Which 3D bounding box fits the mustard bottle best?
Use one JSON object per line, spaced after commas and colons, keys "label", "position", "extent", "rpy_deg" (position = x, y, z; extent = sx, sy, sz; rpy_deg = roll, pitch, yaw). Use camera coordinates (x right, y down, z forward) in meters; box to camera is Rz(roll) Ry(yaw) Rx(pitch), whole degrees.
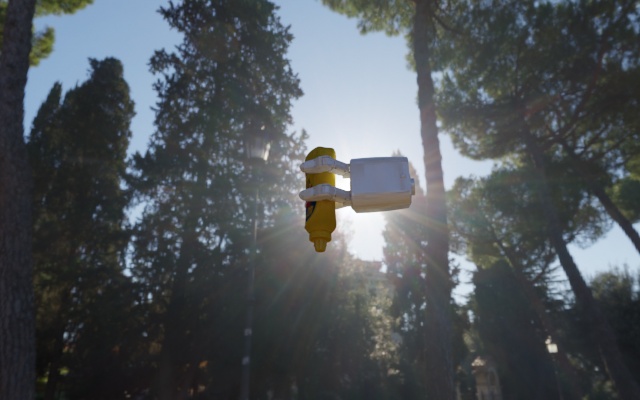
{"label": "mustard bottle", "position": [0.000, 0.003, 0.889], "extent": [0.058, 0.191, 0.096], "rpy_deg": [6, -24, -15]}
